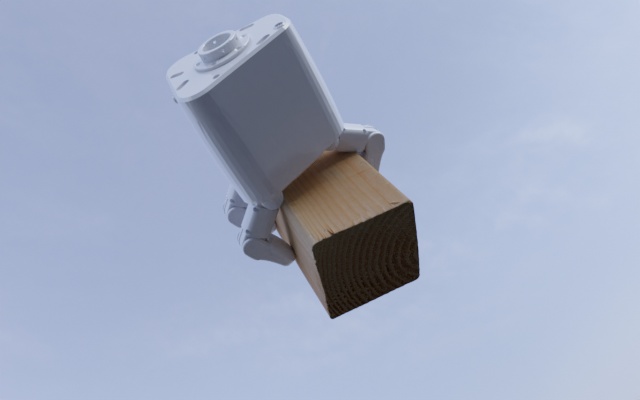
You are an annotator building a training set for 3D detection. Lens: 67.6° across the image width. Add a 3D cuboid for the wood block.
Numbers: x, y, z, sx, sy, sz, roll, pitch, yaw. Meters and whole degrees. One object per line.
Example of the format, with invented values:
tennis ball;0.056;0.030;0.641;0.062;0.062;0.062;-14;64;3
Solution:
wood block;0.000;0.001;0.465;0.091;0.090;0.206;-23;37;-13
